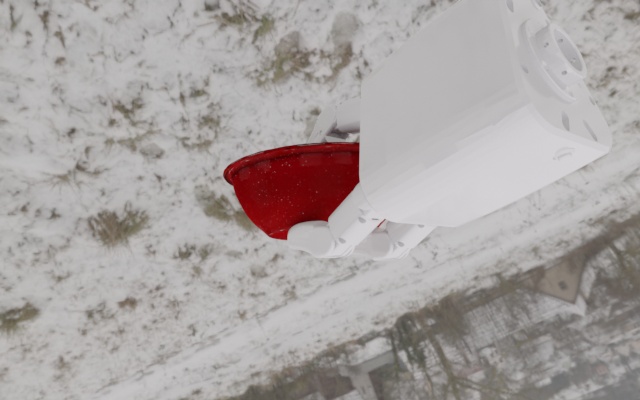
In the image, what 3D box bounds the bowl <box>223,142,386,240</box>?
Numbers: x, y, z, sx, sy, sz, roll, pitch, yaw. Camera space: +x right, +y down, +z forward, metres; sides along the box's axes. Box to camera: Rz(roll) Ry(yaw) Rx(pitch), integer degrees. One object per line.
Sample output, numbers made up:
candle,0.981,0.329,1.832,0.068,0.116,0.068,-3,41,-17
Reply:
bowl,0.000,0.002,0.405,0.162,0.055,0.162,-3,-11,-1
